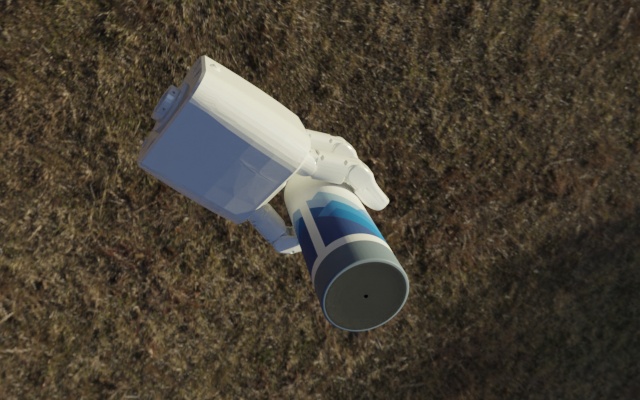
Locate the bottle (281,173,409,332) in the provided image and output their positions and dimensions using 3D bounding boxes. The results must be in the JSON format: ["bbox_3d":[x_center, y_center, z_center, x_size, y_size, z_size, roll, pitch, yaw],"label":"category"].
[{"bbox_3d":[0.000,0.002,0.469,0.069,0.069,0.295,0,28,-15],"label":"bottle"}]
